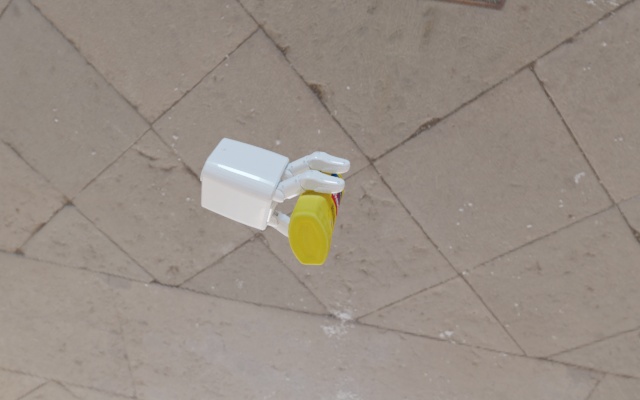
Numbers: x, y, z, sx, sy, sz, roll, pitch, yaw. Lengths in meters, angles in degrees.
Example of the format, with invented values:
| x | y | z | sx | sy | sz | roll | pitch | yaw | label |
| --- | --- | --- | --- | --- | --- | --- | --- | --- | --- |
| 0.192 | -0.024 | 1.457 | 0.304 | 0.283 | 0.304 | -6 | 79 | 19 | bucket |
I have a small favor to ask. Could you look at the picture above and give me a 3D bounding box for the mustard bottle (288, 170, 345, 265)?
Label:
| x | y | z | sx | sy | sz | roll | pitch | yaw | label |
| --- | --- | --- | --- | --- | --- | --- | --- | --- | --- |
| 0.000 | 0.003 | 0.724 | 0.058 | 0.096 | 0.191 | -1 | 34 | 13 | mustard bottle |
